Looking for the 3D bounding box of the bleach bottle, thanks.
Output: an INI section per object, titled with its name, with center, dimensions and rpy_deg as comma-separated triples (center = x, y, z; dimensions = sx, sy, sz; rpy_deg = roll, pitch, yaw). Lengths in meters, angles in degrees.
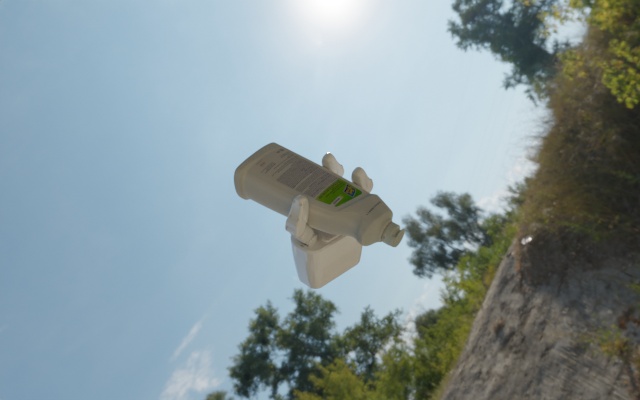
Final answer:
[bleach bottle]
center = 0.000, 0.002, 0.683
dimensions = 0.250, 0.068, 0.102
rpy_deg = 28, 53, 26
